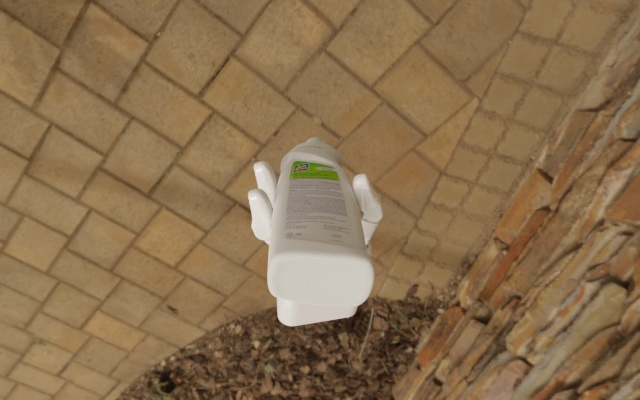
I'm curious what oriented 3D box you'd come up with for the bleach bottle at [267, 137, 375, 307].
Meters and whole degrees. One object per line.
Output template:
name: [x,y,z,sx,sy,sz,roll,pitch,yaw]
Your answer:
bleach bottle: [0.000,0.002,0.536,0.102,0.068,0.250,6,36,-3]
